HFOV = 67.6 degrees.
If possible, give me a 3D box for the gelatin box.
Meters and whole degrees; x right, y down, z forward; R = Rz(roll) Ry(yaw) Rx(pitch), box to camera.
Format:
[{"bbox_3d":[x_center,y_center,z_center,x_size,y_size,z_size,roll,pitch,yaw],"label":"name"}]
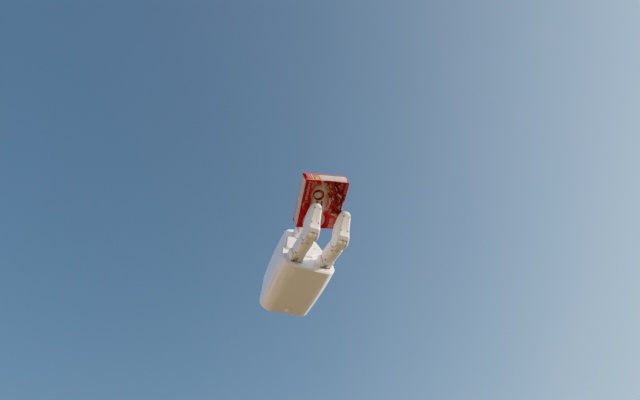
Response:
[{"bbox_3d":[0.000,0.002,0.773,0.073,0.089,0.030,4,26,-19],"label":"gelatin box"}]
